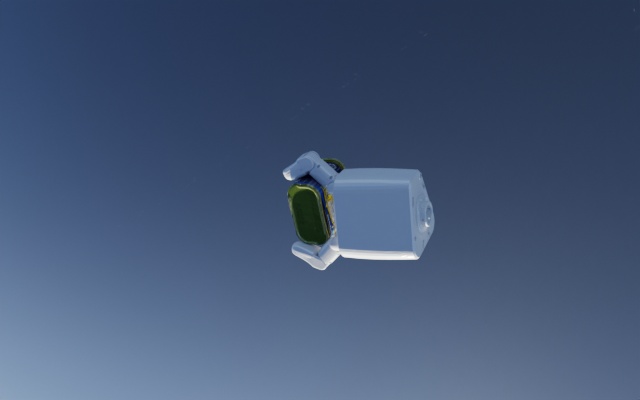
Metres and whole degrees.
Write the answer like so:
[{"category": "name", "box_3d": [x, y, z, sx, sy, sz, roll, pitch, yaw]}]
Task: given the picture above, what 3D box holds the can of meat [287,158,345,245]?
[{"category": "can of meat", "box_3d": [0.000, 0.002, 0.688, 0.057, 0.102, 0.084, 3, 30, 29]}]
